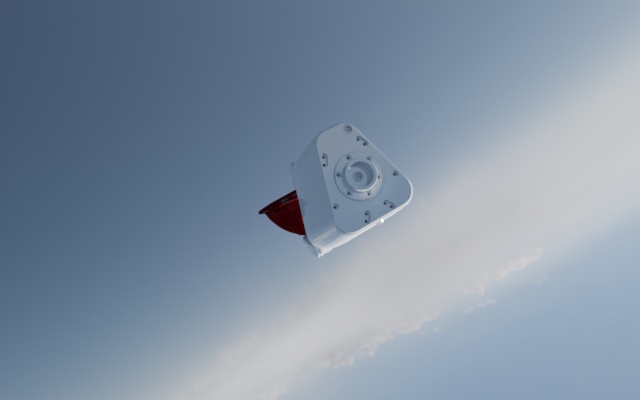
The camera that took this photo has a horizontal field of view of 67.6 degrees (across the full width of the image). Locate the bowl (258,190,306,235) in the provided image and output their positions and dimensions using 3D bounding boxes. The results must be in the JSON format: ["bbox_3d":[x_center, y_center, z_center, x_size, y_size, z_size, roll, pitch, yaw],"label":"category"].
[{"bbox_3d":[0.000,0.002,0.644,0.162,0.055,0.162,-27,6,3],"label":"bowl"}]
